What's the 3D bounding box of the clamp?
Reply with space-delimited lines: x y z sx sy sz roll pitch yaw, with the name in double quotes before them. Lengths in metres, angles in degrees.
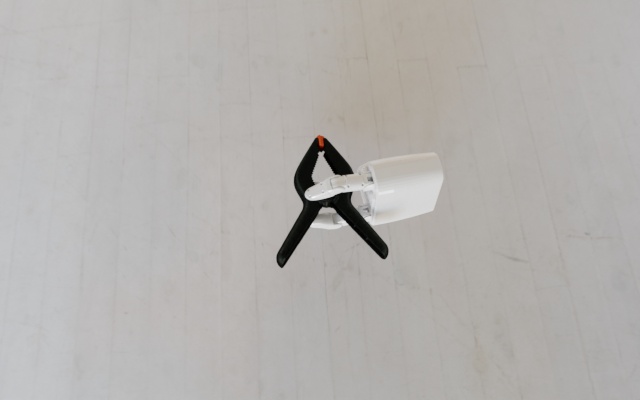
"clamp" 0.000 0.002 0.721 0.164 0.210 0.036 -10 -18 -9
